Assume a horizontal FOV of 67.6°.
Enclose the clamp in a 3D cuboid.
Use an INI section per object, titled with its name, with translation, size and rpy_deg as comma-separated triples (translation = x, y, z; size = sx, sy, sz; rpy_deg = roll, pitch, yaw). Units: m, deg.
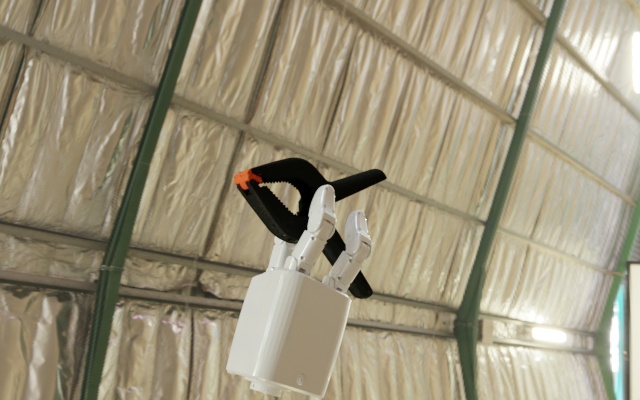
[clamp]
translation = -0.001, 0.002, 0.541
size = 0.210, 0.164, 0.036
rpy_deg = 31, -29, -33
